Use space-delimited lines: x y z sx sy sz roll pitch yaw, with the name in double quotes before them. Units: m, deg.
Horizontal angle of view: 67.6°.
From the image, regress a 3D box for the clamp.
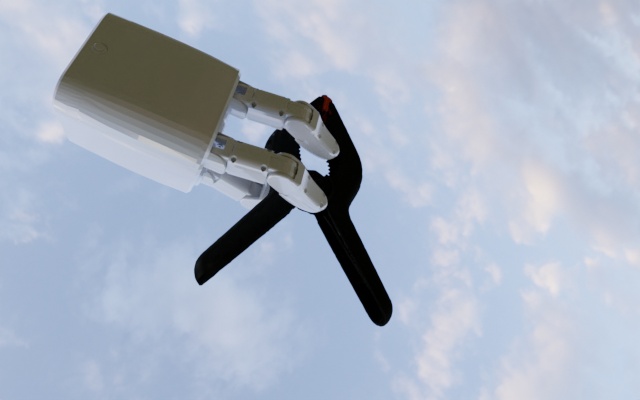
"clamp" 0.000 0.001 0.415 0.164 0.209 0.036 24 -33 -17
